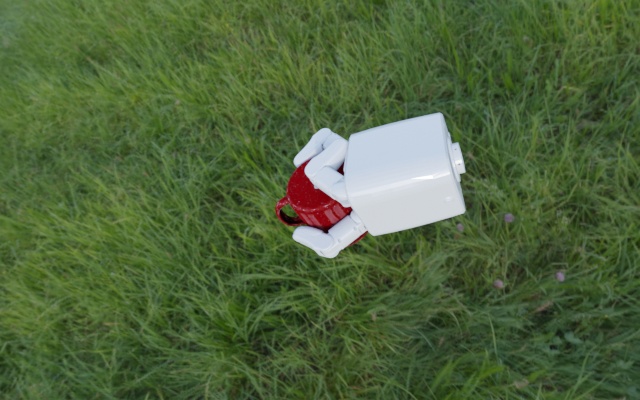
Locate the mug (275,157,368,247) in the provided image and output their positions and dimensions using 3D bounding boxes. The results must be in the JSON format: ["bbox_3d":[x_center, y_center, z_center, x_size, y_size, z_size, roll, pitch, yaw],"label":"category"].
[{"bbox_3d":[-0.001,0.002,0.580,0.117,0.093,0.081,-15,-37,18],"label":"mug"}]
